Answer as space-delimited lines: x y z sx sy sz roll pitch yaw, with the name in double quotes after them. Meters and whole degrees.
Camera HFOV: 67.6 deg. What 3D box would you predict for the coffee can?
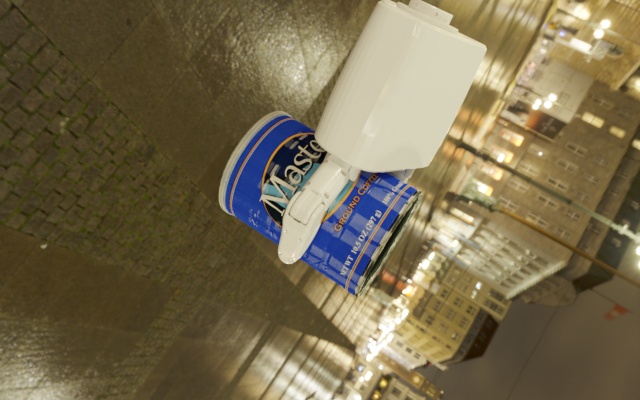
0.000 0.001 0.409 0.140 0.103 0.103 32 8 14 "coffee can"
